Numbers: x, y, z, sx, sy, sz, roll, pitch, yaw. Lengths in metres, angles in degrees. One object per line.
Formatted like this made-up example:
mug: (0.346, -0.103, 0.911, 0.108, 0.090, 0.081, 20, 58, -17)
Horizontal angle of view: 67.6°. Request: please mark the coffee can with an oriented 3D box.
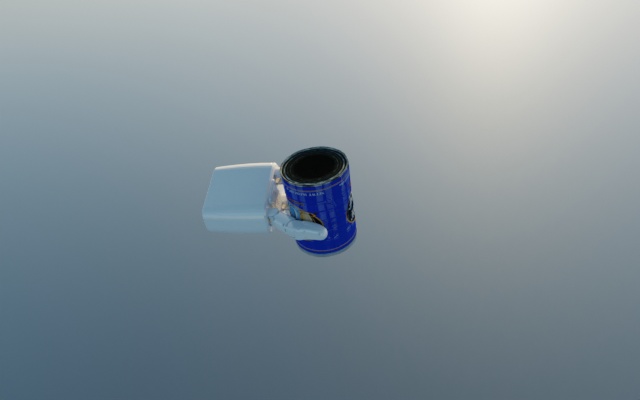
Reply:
coffee can: (0.000, 0.003, 0.739, 0.103, 0.140, 0.102, -6, 37, 5)
